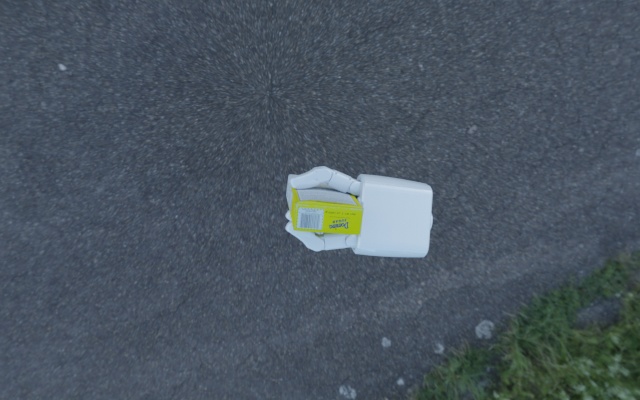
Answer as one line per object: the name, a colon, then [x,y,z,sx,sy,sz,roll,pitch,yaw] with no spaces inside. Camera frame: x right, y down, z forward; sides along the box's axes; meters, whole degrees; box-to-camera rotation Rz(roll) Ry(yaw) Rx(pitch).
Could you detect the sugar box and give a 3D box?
sugar box: [0.000,0.003,0.709,0.093,0.048,0.176,6,12,-8]
